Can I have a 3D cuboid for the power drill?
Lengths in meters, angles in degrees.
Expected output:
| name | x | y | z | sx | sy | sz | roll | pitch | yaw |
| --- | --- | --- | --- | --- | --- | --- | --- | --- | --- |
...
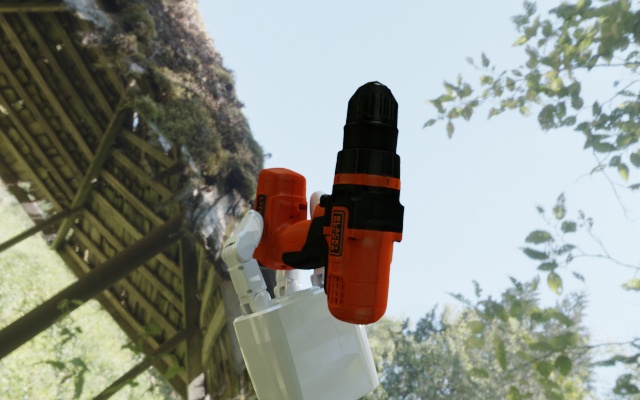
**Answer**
| name | x | y | z | sx | sy | sz | roll | pitch | yaw |
| --- | --- | --- | --- | --- | --- | --- | --- | --- | --- |
| power drill | 0.000 | 0.002 | 0.423 | 0.057 | 0.184 | 0.187 | 8 | -5 | -28 |
